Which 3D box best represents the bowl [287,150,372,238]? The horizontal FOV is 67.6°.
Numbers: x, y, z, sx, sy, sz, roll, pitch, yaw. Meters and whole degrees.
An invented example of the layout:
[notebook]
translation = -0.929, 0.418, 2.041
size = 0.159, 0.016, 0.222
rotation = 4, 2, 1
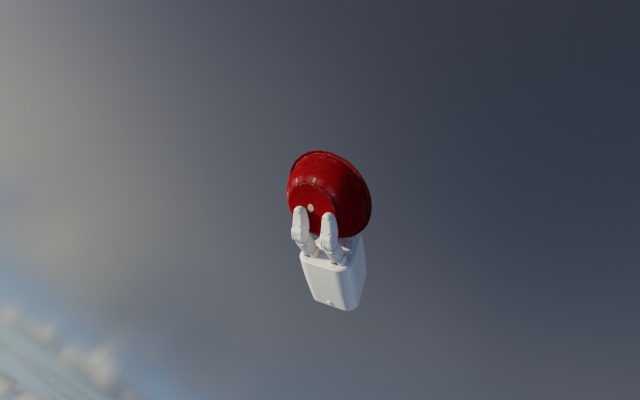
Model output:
[bowl]
translation = -0.001, 0.002, 0.775
size = 0.162, 0.162, 0.055
rotation = 0, 26, 37
